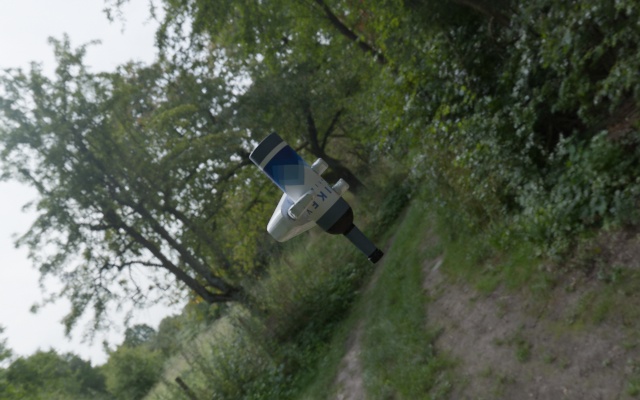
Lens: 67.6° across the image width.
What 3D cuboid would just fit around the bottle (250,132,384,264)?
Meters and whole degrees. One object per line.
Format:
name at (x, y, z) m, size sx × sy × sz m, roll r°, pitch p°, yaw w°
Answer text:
bottle at (0.000, 0.003, 0.862) m, size 0.296 × 0.069 × 0.069 m, roll 44°, pitch 0°, yaw 0°
